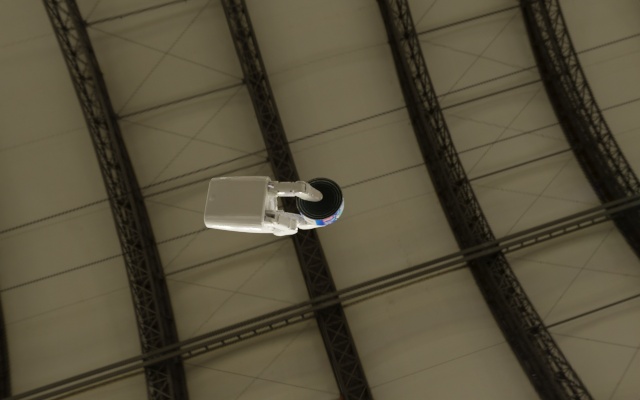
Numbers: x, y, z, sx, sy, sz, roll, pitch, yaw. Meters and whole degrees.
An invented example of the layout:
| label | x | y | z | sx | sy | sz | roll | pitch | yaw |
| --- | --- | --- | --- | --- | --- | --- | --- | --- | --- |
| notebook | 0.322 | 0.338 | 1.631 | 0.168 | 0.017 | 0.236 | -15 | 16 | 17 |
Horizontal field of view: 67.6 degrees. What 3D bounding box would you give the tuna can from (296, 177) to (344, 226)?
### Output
| label | x | y | z | sx | sy | sz | roll | pitch | yaw |
| --- | --- | --- | --- | --- | --- | --- | --- | --- | --- |
| tuna can | 0.000 | 0.003 | 0.878 | 0.086 | 0.086 | 0.034 | 0 | -26 | 9 |
